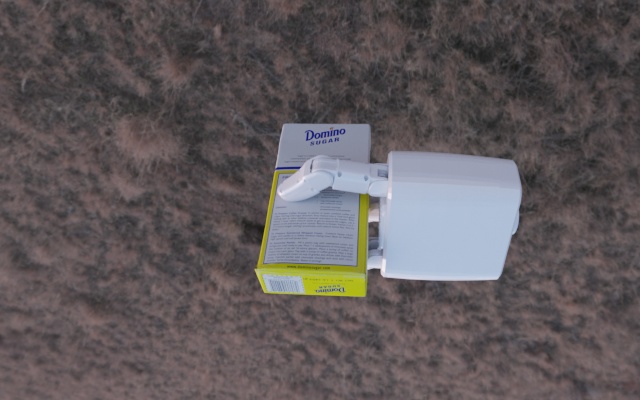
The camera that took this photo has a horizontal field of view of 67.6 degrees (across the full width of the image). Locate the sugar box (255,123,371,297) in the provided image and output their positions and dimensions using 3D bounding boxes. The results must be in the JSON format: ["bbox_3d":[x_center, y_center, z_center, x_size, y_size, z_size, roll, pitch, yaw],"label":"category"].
[{"bbox_3d":[0.000,0.002,0.453,0.093,0.176,0.048,2,-40,7],"label":"sugar box"}]
